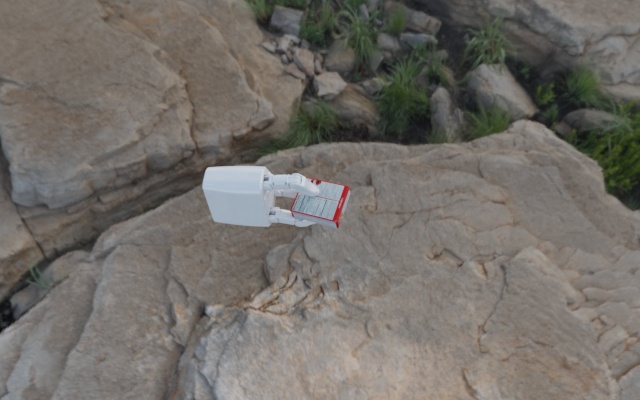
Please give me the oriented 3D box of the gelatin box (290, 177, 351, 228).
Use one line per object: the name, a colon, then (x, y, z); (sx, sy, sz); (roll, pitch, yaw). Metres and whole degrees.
gelatin box: (0.000, 0.003, 0.840); (0.089, 0.073, 0.030); (12, -26, 18)
